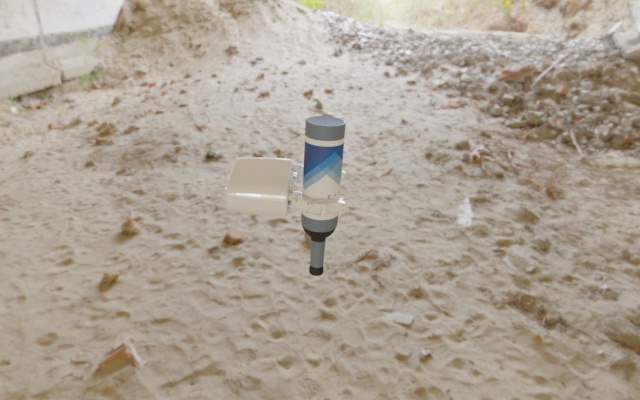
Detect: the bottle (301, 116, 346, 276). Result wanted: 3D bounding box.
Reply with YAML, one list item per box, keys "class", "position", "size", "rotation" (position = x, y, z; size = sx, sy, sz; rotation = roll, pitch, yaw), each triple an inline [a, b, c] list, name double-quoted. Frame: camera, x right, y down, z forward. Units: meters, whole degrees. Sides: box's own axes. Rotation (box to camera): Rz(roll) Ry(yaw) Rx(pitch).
- class: "bottle"
  position: [0.000, 0.003, 0.846]
  size: [0.069, 0.296, 0.069]
  rotation: [3, 25, -1]
